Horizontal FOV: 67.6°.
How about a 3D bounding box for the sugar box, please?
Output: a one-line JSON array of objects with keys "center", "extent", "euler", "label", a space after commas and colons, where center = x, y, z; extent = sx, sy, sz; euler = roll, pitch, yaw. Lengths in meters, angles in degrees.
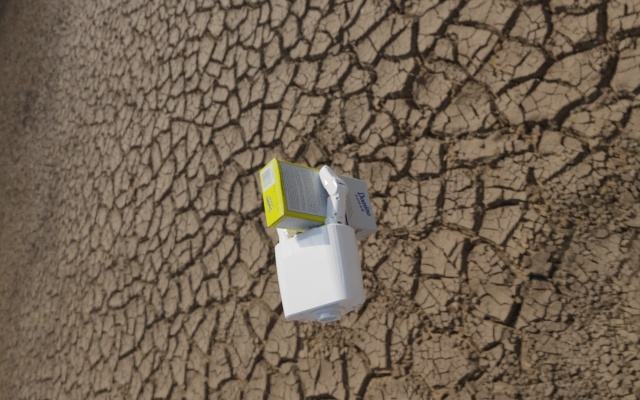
[{"center": [0.000, 0.003, 0.703], "extent": [0.176, 0.093, 0.048], "euler": [14, -36, -39], "label": "sugar box"}]
